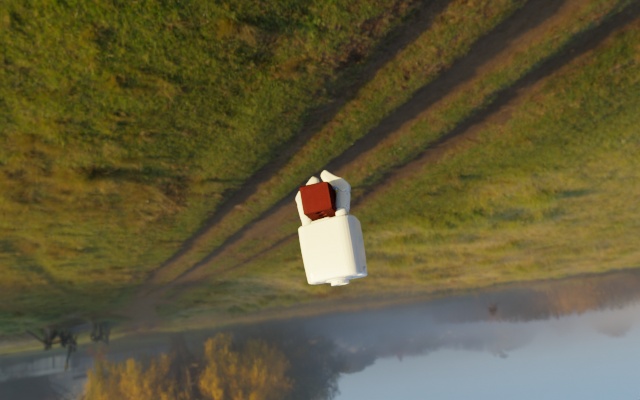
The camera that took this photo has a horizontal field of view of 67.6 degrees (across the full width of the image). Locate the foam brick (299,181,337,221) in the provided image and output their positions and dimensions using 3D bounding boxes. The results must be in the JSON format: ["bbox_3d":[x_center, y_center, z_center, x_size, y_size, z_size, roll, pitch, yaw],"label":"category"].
[{"bbox_3d":[0.000,0.003,0.856,0.053,0.051,0.078,-12,-15,12],"label":"foam brick"}]
